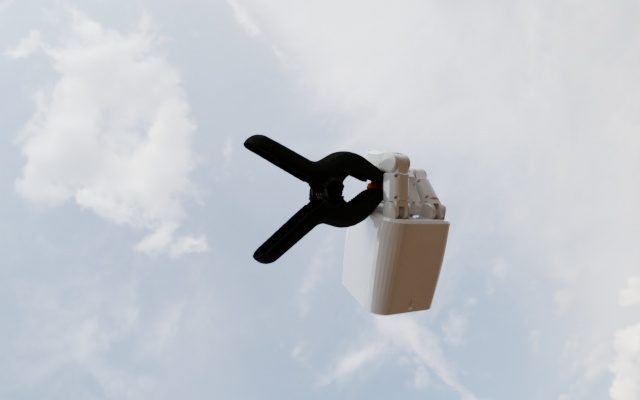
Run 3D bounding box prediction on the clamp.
[{"bbox_3d":[0.000,0.001,0.481,0.171,0.120,0.039,2,9,-30],"label":"clamp"}]
